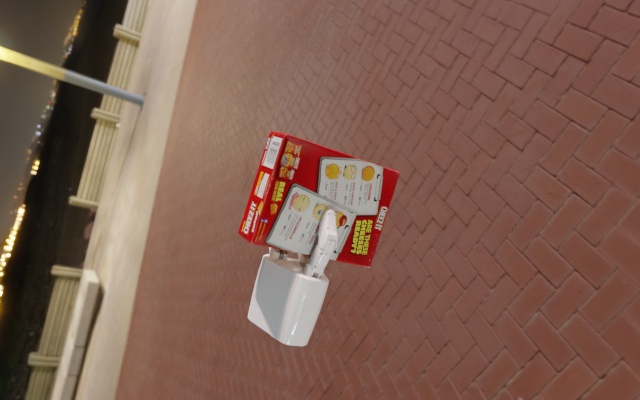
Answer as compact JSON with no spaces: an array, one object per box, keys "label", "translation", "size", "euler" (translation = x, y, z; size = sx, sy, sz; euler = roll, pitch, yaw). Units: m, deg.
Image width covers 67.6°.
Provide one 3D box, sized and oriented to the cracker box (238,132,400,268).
[{"label":"cracker box","translation":[0.000,0.002,0.739],"size":[0.214,0.164,0.072],"euler":[15,4,-31]}]
